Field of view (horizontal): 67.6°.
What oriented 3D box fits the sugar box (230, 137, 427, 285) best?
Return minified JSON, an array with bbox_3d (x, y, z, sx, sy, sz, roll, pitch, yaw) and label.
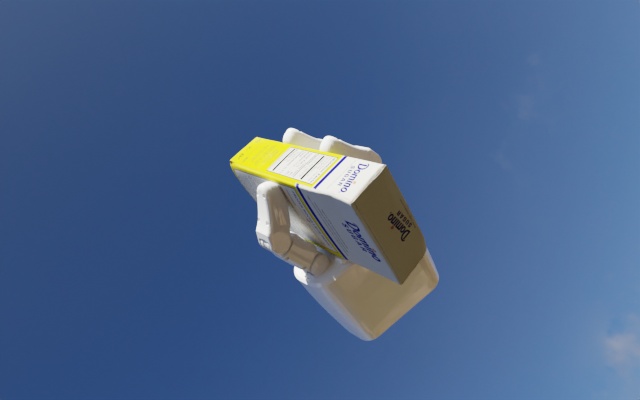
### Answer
[{"bbox_3d":[0.000,0.001,0.405,0.176,0.048,0.093,16,-32,48],"label":"sugar box"}]
